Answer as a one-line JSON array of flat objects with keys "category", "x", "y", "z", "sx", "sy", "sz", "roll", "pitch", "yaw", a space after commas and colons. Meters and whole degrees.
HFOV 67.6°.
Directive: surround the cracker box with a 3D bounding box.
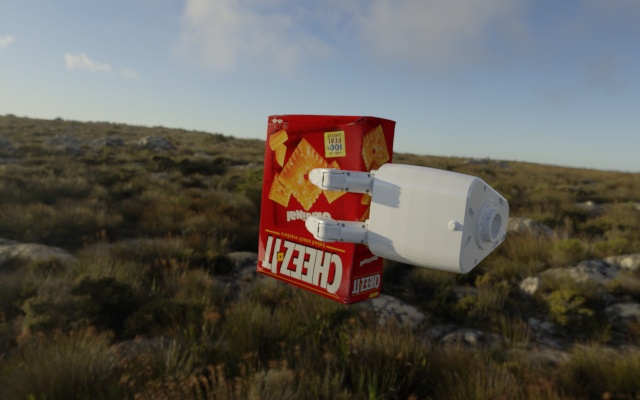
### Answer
[{"category": "cracker box", "x": 0.000, "y": 0.002, "z": 0.596, "sx": 0.164, "sy": 0.214, "sz": 0.072, "roll": 11, "pitch": 9, "yaw": 42}]
